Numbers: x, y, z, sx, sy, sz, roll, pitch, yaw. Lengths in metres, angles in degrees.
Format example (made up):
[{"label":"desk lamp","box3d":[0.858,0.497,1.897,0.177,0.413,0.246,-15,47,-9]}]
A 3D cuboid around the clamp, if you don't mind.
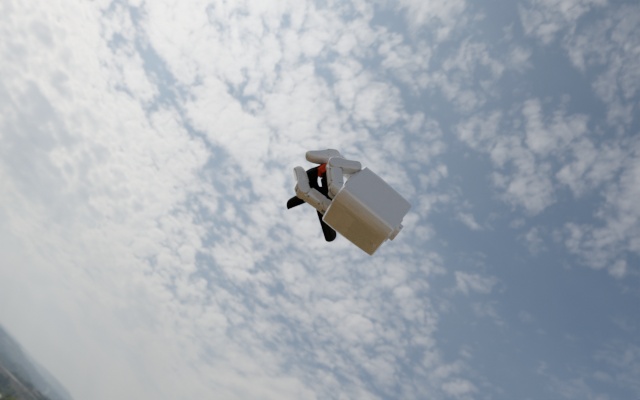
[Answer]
[{"label":"clamp","box3d":[0.000,0.002,0.867,0.039,0.120,0.172,-46,-9,-33]}]
